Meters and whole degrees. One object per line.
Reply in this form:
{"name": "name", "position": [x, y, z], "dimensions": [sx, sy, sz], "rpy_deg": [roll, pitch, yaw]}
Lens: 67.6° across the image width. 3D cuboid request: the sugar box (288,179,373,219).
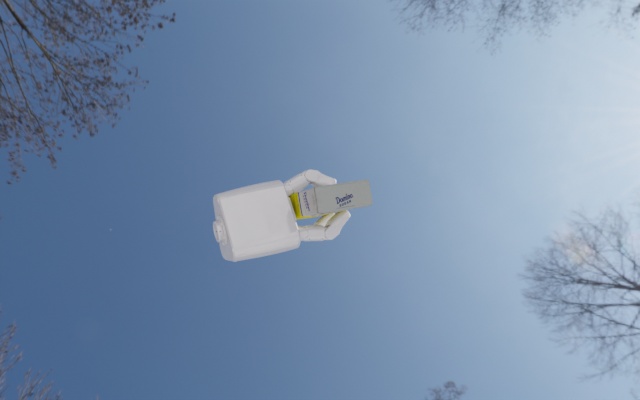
{"name": "sugar box", "position": [0.000, 0.003, 0.767], "dimensions": [0.093, 0.048, 0.176], "rpy_deg": [-9, 0, -23]}
